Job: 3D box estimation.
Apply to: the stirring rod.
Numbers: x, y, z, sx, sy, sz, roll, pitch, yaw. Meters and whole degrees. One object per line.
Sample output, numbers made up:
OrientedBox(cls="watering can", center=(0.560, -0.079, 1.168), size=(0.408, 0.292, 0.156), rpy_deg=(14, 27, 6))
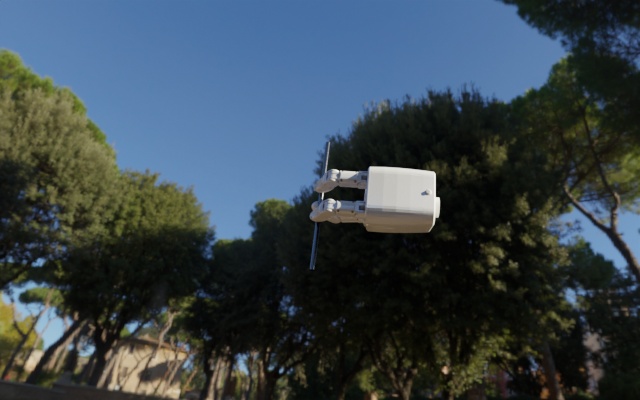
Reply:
OrientedBox(cls="stirring rod", center=(0.000, 0.003, 0.799), size=(0.011, 0.239, 0.011), rpy_deg=(6, -28, 3))
